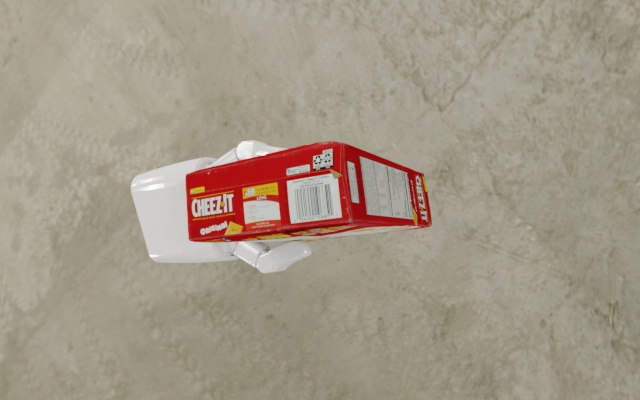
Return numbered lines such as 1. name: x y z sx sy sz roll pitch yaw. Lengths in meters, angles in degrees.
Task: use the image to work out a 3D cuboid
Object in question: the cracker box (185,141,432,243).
1. cracker box: 0.000 0.002 0.481 0.164 0.072 0.214 -9 -8 28
